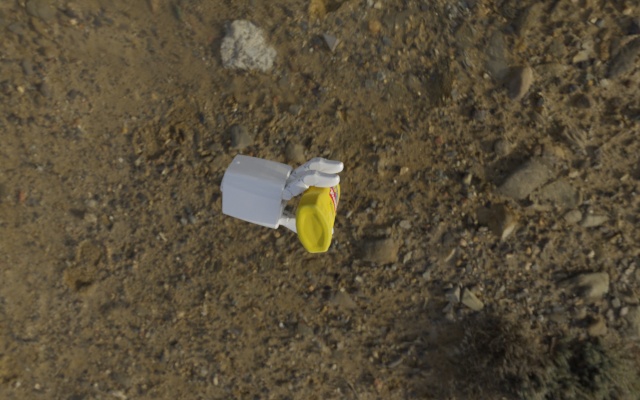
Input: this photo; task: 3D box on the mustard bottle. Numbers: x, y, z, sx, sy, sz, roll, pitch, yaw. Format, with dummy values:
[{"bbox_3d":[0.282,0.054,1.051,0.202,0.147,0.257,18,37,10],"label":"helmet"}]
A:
[{"bbox_3d":[0.000,0.003,0.856,0.058,0.096,0.191,-7,28,12],"label":"mustard bottle"}]
